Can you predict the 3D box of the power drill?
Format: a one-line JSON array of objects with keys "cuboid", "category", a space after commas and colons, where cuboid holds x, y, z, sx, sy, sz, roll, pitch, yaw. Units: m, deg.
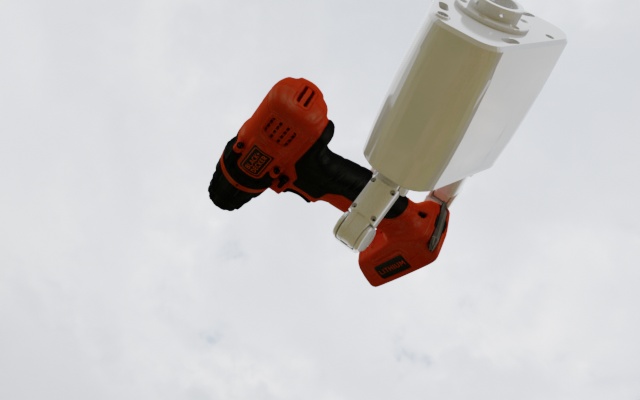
[{"cuboid": [0.001, 0.001, 0.415, 0.188, 0.057, 0.184, 34, -34, -13], "category": "power drill"}]
